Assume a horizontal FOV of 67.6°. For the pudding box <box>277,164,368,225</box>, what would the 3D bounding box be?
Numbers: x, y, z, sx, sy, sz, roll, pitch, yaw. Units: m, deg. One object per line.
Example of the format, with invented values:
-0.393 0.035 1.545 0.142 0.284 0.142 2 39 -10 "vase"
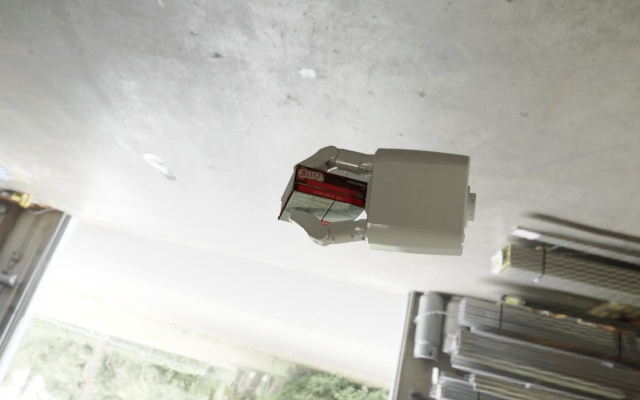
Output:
0.000 0.002 0.590 0.090 0.039 0.113 15 -25 -9 "pudding box"
